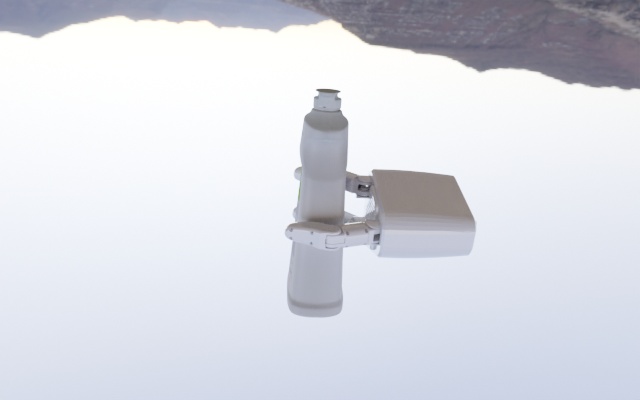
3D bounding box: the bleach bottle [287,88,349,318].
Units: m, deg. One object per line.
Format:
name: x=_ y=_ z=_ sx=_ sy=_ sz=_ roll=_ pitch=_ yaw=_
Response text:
bleach bottle: x=0.000 y=0.002 z=0.548 sx=0.068 sy=0.251 sz=0.102 roll=2 pitch=22 yaw=-5
